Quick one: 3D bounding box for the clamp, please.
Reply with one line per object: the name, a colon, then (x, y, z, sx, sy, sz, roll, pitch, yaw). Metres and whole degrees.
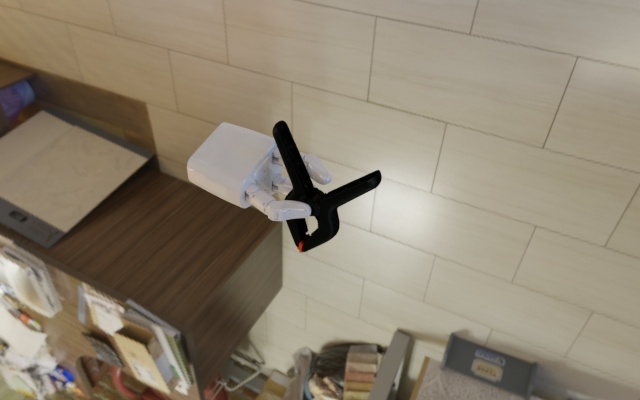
clamp: (-0.001, 0.003, 0.683, 0.164, 0.210, 0.036, 25, 43, 21)
